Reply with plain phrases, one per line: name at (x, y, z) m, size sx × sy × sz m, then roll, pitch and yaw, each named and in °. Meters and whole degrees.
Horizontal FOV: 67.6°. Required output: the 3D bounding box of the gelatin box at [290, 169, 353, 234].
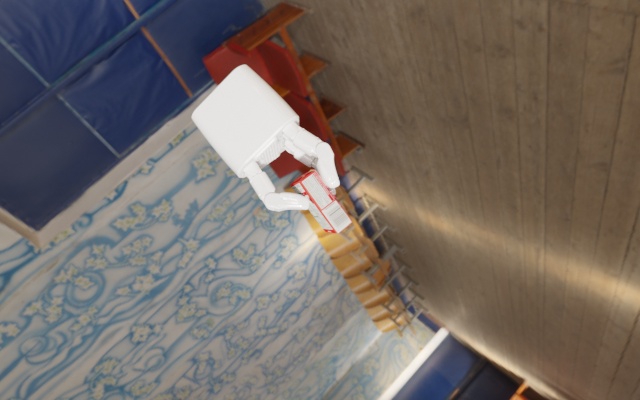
gelatin box at (0.000, 0.003, 0.654) m, size 0.030 × 0.089 × 0.073 m, roll -37°, pitch 5°, yaw -11°
